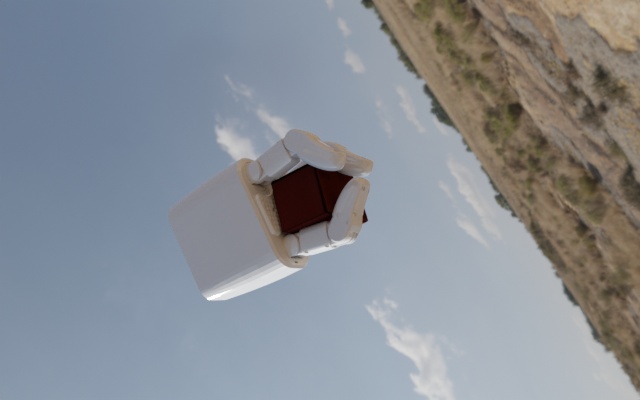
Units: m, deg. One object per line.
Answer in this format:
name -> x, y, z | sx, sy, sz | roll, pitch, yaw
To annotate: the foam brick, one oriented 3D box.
foam brick -> 0.000, 0.002, 0.459 | 0.051, 0.053, 0.078 | -26, -22, 27
